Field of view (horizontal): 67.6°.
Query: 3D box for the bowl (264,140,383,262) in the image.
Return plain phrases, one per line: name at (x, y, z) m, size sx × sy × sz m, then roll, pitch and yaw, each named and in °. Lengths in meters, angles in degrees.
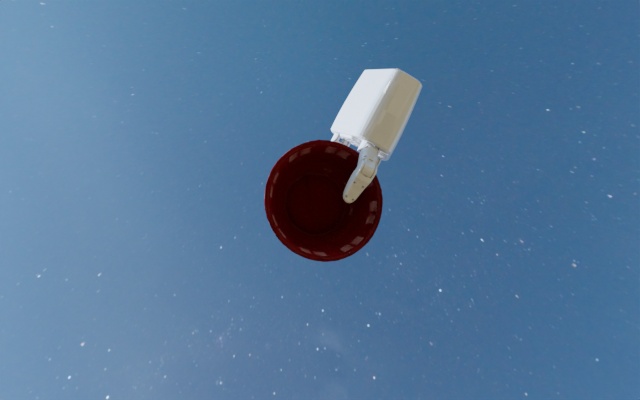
bowl at (-0.001, 0.003, 0.651) m, size 0.162 × 0.162 × 0.055 m, roll 0°, pitch -6°, yaw -15°
